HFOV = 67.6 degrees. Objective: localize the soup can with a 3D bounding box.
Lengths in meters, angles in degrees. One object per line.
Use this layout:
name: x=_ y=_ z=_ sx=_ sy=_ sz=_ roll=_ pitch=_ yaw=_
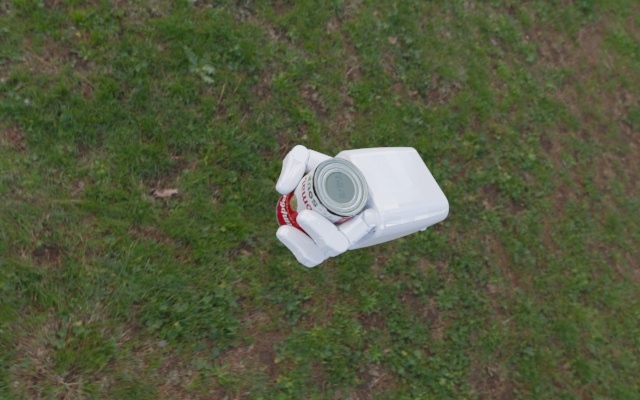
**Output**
soup can: x=0.000 y=0.002 z=0.536 sx=0.068 sy=0.068 sz=0.102 roll=0 pitch=-19 yaw=-28
